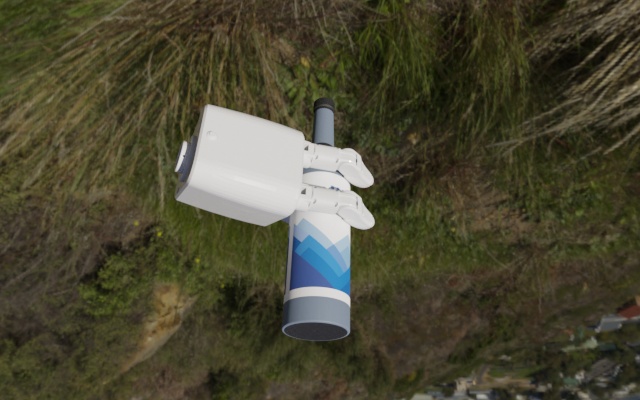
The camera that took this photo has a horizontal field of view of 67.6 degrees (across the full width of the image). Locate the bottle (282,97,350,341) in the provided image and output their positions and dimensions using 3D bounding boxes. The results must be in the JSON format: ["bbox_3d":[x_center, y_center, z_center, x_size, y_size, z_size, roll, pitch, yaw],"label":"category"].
[{"bbox_3d":[0.000,0.002,0.539,0.069,0.295,0.069,2,-31,1],"label":"bottle"}]
